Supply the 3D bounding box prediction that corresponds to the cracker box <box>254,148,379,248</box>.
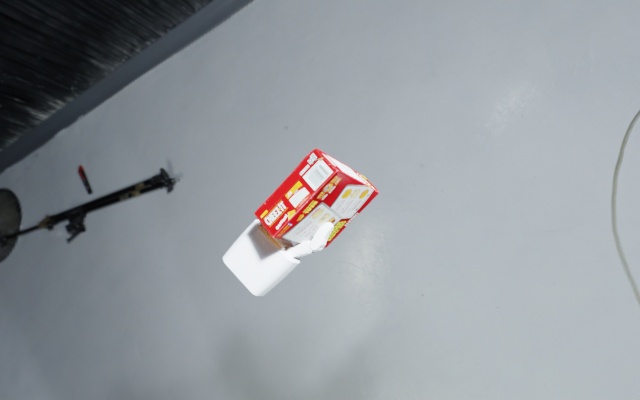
[{"bbox_3d":[0.000,0.003,0.898,0.072,0.164,0.214,49,13,24],"label":"cracker box"}]
